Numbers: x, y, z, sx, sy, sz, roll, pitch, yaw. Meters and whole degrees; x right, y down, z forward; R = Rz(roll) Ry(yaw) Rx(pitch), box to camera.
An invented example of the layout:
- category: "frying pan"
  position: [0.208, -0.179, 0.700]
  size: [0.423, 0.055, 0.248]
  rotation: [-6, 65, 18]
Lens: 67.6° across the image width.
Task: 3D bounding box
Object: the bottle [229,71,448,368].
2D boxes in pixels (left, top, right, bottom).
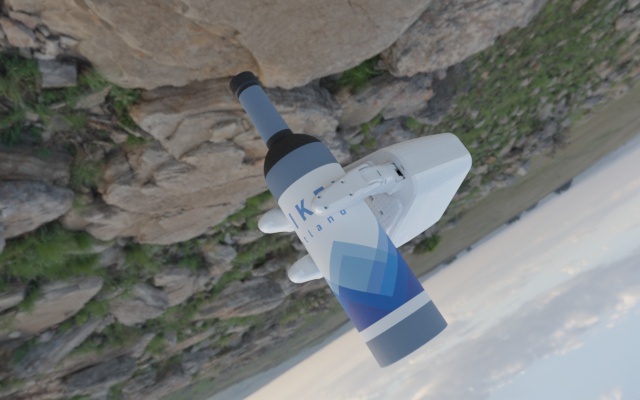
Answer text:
- category: "bottle"
  position: [0.000, 0.002, 0.432]
  size: [0.069, 0.295, 0.069]
  rotation: [-31, -15, -9]
